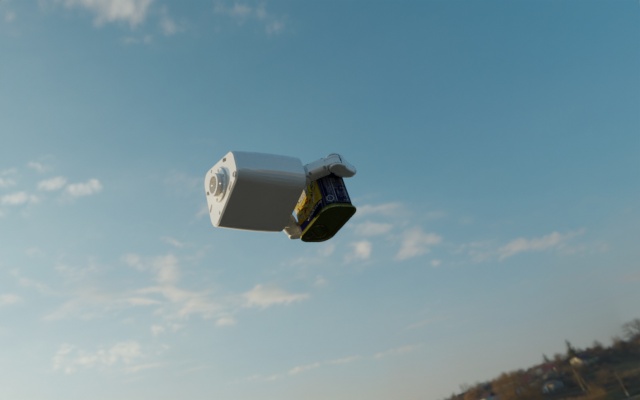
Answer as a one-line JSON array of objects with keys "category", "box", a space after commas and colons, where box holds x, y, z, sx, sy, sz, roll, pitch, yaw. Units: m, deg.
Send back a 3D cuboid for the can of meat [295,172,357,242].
[{"category": "can of meat", "box": [0.000, 0.002, 0.723, 0.057, 0.084, 0.102, 2, -35, -32]}]
